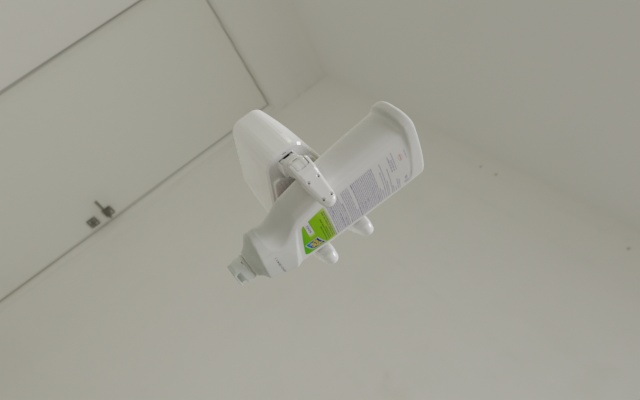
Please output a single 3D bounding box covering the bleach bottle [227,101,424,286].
[{"bbox_3d":[0.000,0.002,0.539,0.068,0.251,0.103,44,-12,42],"label":"bleach bottle"}]
